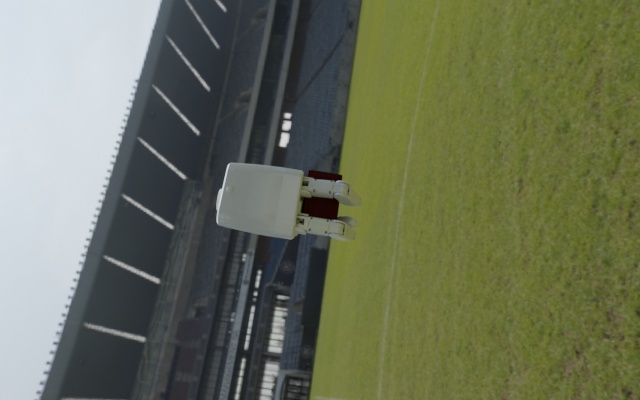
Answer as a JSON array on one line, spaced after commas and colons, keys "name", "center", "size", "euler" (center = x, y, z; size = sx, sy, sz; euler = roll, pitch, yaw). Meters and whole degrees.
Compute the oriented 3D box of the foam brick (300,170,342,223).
[{"name": "foam brick", "center": [0.000, 0.002, 0.697], "size": [0.051, 0.078, 0.053], "euler": [9, -22, -2]}]
